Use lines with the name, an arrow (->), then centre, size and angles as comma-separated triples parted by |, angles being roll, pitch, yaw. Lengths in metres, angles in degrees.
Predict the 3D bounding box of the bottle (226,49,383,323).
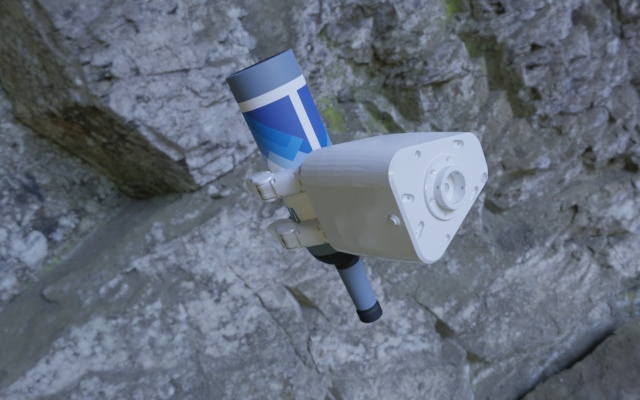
bottle -> 0.000, 0.001, 0.484 | 0.069, 0.296, 0.069 | -21, 19, 8
